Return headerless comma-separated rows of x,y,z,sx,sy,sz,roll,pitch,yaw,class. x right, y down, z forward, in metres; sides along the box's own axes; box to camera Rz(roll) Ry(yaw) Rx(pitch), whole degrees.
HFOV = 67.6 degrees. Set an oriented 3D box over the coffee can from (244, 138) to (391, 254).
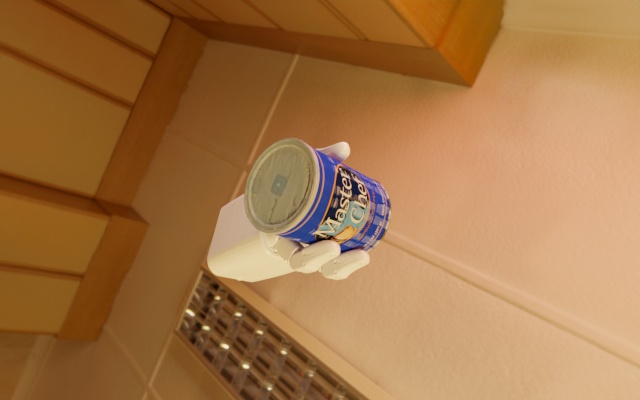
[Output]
0.000,0.002,0.541,0.103,0.102,0.140,0,-15,41,coffee can
